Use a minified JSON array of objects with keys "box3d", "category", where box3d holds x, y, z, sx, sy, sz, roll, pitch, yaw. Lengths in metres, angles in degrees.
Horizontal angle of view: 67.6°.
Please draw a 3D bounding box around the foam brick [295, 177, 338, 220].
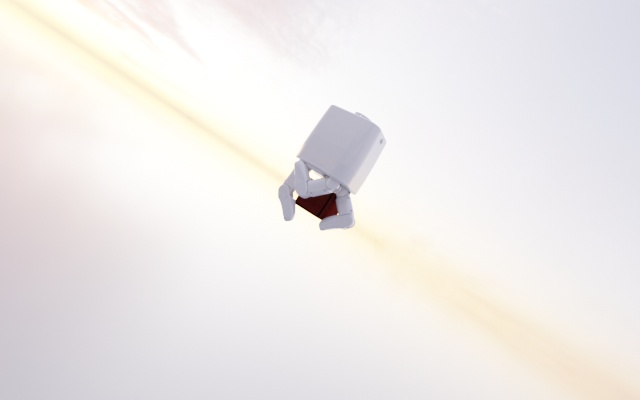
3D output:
[{"box3d":[0.000,0.003,0.809,0.053,0.051,0.078,32,-1,20],"category":"foam brick"}]
